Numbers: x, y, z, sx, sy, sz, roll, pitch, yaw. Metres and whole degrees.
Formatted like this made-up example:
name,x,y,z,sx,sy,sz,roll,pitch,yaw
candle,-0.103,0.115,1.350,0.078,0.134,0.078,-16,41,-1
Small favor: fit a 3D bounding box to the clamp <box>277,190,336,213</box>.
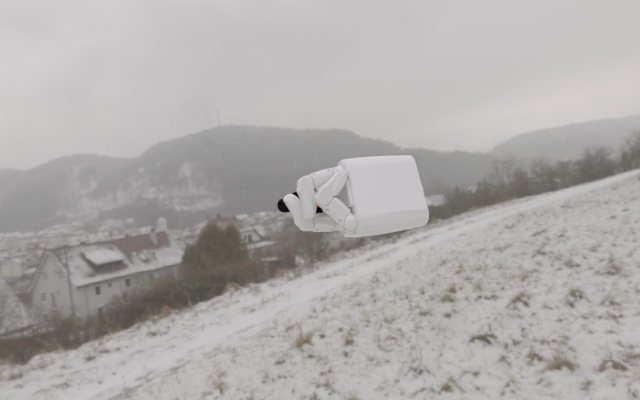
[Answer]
name,x,y,z,sx,sy,sz,roll,pitch,yaw
clamp,0.000,0.002,0.765,0.120,0.039,0.171,-6,-1,-13
